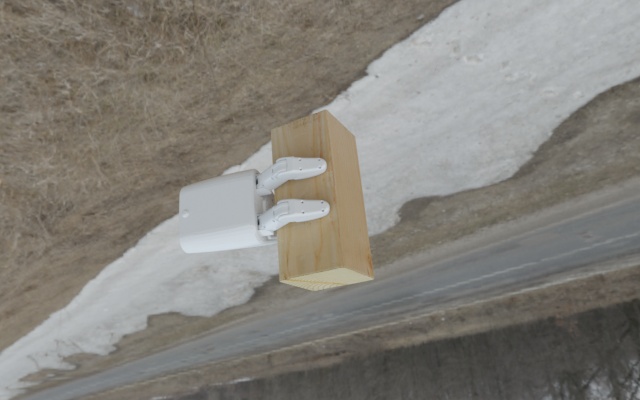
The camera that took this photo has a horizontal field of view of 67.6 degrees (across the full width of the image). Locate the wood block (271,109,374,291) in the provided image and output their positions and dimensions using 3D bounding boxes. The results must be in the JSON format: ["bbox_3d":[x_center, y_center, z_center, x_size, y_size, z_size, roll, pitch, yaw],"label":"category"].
[{"bbox_3d":[0.000,0.002,0.619,0.090,0.206,0.091,-16,-24,24],"label":"wood block"}]
